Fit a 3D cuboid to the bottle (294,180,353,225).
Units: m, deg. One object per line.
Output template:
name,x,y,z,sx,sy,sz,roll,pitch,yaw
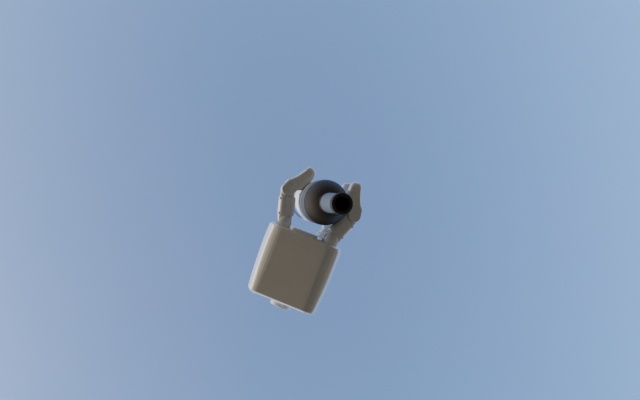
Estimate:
bottle,0.000,0.002,0.728,0.069,0.069,0.295,0,1,-10
